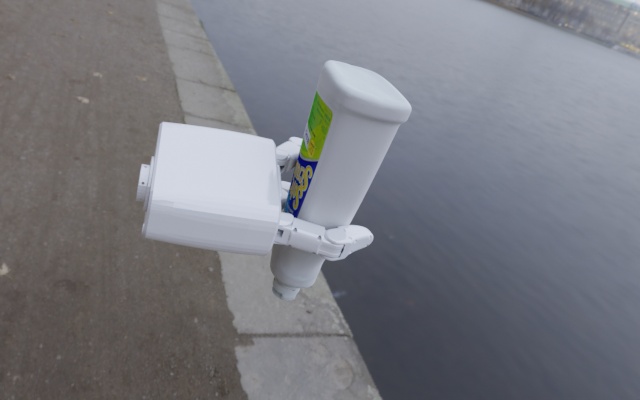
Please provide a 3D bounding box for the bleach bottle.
[{"bbox_3d":[0.000,0.001,0.465,0.068,0.251,0.102,9,29,-20],"label":"bleach bottle"}]
